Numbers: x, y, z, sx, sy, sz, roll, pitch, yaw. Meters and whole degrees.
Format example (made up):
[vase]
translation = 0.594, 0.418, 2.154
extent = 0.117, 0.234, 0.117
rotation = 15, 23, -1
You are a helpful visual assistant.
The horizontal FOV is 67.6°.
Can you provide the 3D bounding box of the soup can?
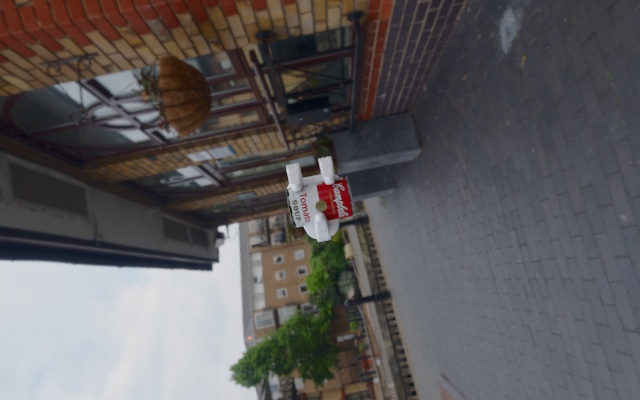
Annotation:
[soup can]
translation = 0.000, 0.003, 0.788
extent = 0.102, 0.068, 0.068
rotation = -11, 0, 0
